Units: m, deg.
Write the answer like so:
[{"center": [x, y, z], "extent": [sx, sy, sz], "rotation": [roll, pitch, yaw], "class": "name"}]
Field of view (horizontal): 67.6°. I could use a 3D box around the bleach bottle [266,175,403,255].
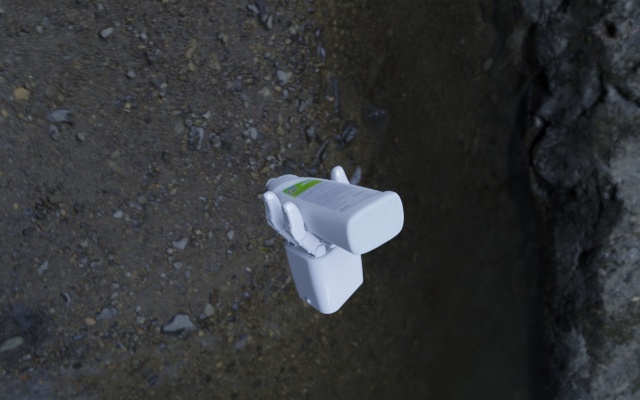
[{"center": [0.000, 0.002, 0.720], "extent": [0.102, 0.068, 0.250], "rotation": [-26, 29, -29], "class": "bleach bottle"}]
